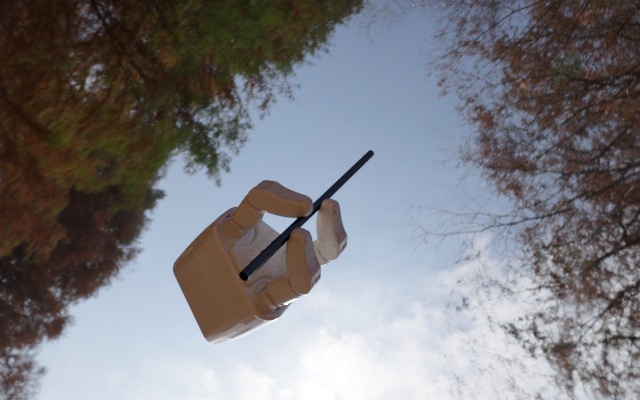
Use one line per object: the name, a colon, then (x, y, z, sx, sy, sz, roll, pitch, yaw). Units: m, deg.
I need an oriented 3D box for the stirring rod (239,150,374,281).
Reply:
stirring rod: (0.000, 0.001, 0.438, 0.011, 0.011, 0.239, 0, 27, 31)
